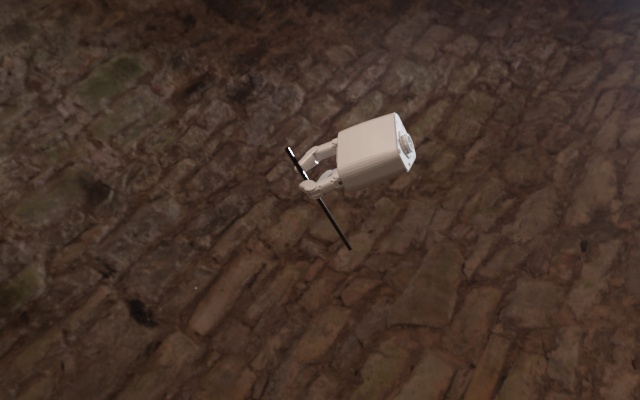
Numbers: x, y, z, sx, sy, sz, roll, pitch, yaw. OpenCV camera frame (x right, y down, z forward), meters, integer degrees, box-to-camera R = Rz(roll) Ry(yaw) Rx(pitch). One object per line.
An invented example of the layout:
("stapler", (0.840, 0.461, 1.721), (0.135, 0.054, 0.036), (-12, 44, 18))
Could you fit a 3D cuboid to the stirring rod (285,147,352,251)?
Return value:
("stirring rod", (0.000, 0.003, 0.862), (0.011, 0.240, 0.011), (-25, 28, 14))
